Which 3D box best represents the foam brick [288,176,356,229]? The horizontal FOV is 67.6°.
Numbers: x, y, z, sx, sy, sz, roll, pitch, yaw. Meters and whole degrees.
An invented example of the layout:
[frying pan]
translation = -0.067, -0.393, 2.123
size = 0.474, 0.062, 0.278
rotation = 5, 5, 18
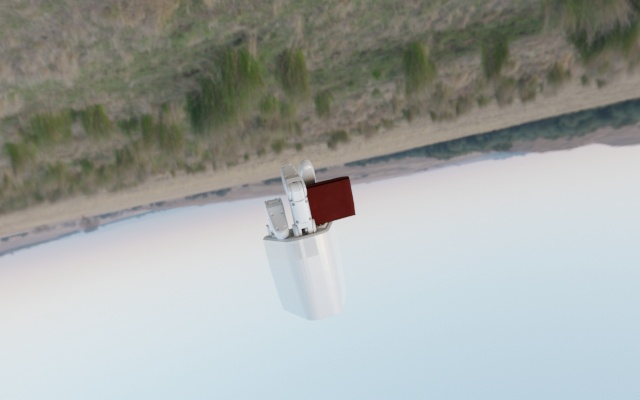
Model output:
[foam brick]
translation = 0.000, 0.002, 0.623
size = 0.078, 0.051, 0.053
rotation = -14, 4, -10
